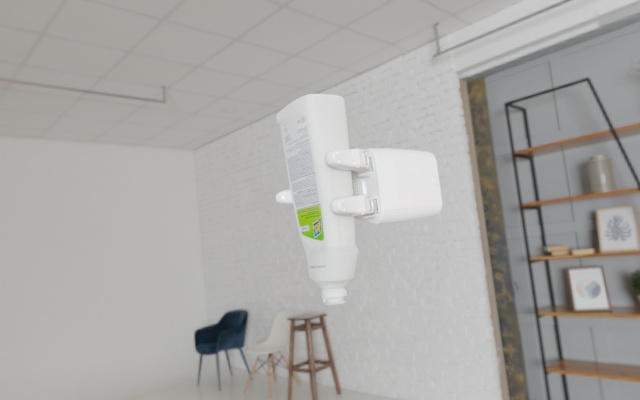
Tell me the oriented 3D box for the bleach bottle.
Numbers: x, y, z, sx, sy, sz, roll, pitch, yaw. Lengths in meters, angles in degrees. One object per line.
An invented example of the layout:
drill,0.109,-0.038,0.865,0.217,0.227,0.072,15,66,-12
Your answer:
bleach bottle,0.000,0.002,0.599,0.068,0.251,0.102,-3,-6,-29
